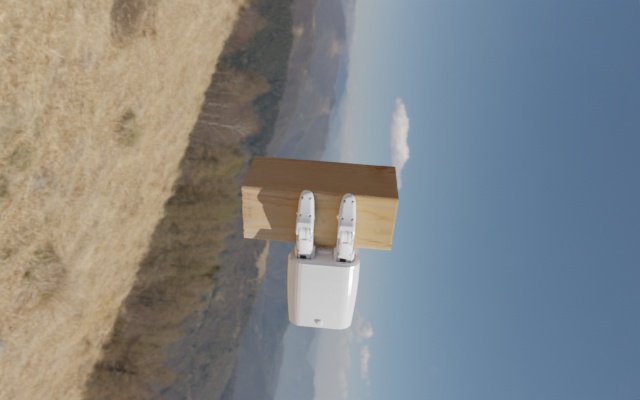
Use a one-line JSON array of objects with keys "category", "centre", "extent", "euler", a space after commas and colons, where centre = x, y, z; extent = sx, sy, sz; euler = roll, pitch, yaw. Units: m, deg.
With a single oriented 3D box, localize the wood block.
[{"category": "wood block", "centre": [0.000, 0.002, 0.679], "extent": [0.206, 0.090, 0.090], "euler": [5, 32, 3]}]
